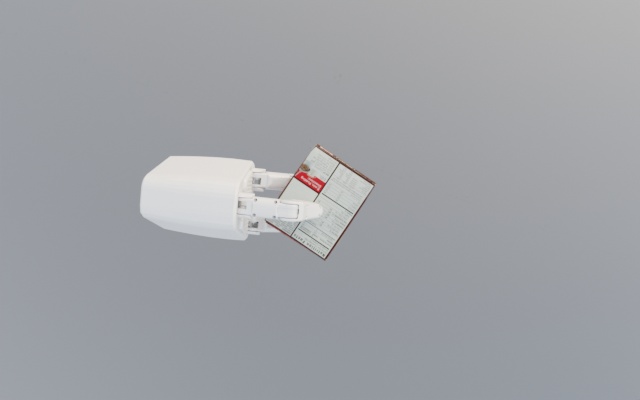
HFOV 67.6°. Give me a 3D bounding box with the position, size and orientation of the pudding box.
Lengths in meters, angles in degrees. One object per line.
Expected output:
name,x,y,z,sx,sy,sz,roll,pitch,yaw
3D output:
pudding box,0.000,0.002,0.575,0.090,0.113,0.039,34,5,-1
